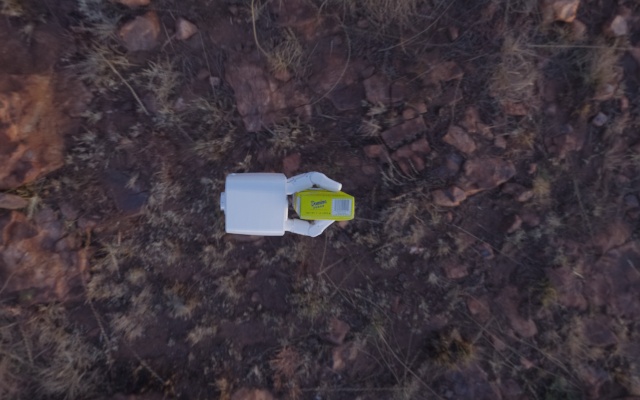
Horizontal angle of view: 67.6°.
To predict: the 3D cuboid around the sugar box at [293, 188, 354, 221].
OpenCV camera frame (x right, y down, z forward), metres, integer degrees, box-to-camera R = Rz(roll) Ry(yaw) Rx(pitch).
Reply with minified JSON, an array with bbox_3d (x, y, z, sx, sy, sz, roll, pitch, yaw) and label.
[{"bbox_3d":[0.000,0.002,0.881,0.093,0.048,0.176,2,8,-8],"label":"sugar box"}]
